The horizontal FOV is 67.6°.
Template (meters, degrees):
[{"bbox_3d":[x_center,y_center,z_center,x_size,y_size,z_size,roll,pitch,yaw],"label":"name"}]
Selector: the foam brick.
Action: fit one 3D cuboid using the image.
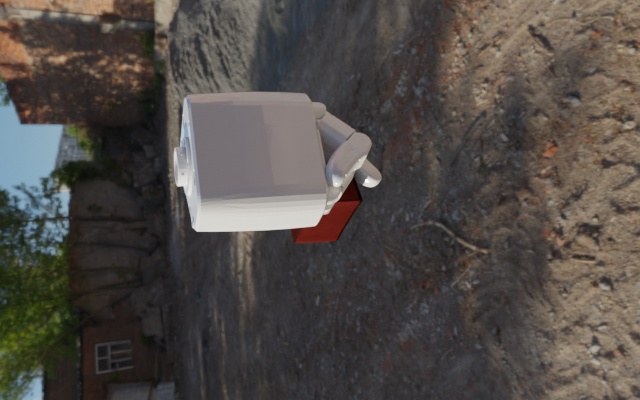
[{"bbox_3d":[0.000,0.002,0.485,0.051,0.053,0.078,-4,-34,-22],"label":"foam brick"}]
